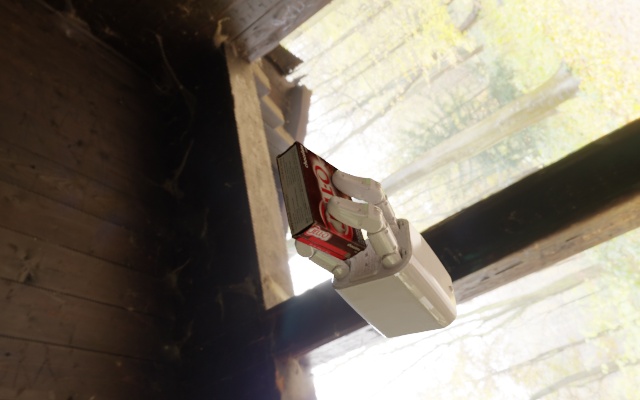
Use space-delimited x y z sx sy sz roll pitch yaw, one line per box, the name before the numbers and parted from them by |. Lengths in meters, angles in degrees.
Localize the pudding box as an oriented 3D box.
pudding box | 0.000 0.002 0.525 0.039 0.113 0.090 -34 -40 23
